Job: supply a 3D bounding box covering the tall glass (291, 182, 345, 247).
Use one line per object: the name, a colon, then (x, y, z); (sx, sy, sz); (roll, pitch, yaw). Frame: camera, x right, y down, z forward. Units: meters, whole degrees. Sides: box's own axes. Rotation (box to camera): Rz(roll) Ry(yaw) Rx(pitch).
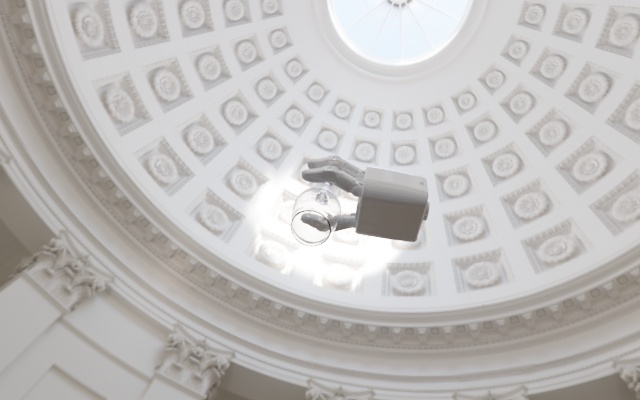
tall glass: (0.000, 0.002, 0.801); (0.079, 0.079, 0.201); (0, 24, 10)
